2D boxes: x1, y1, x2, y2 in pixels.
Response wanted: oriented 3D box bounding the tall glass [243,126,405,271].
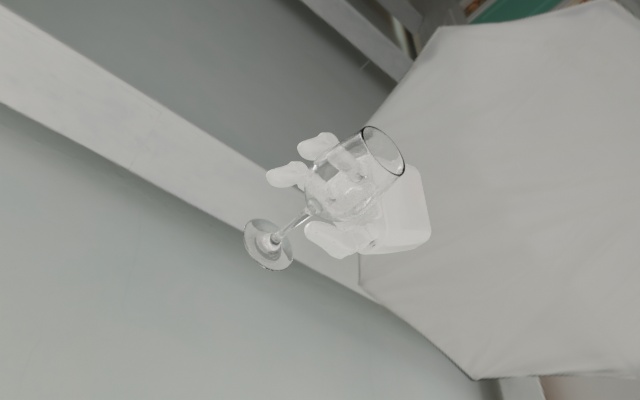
[{"bbox_3d":[0.000,0.002,0.533,0.079,0.079,0.201,0,-32,-49],"label":"tall glass"}]
